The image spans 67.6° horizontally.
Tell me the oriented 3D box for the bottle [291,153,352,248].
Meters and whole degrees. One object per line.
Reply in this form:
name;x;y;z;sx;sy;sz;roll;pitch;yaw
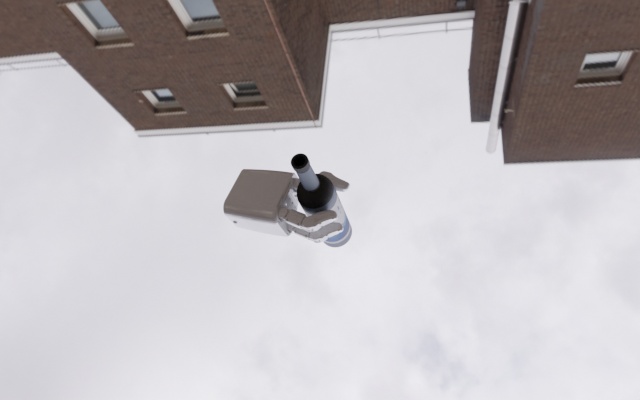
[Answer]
bottle;0.000;0.003;0.845;0.069;0.069;0.296;0;-25;14
